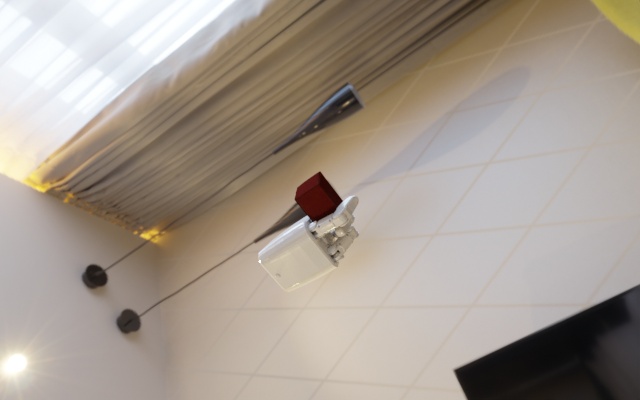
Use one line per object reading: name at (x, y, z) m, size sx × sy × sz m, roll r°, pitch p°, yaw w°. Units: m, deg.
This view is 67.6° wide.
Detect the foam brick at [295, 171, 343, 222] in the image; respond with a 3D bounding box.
foam brick at (0.000, 0.002, 0.801) m, size 0.051 × 0.078 × 0.053 m, roll -31°, pitch 21°, yaw 18°
